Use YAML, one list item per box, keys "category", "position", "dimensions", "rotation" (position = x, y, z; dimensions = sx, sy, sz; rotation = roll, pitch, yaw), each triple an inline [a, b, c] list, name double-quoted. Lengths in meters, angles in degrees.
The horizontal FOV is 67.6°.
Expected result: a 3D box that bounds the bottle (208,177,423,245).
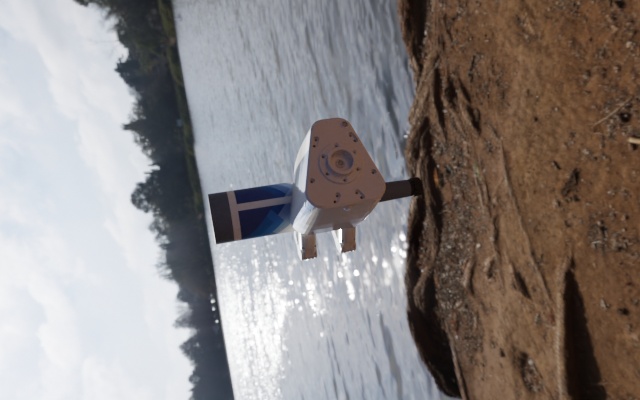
- category: "bottle"
  position: [0.000, 0.002, 0.652]
  dimensions: [0.295, 0.069, 0.069]
  rotation: [-9, 2, -13]
